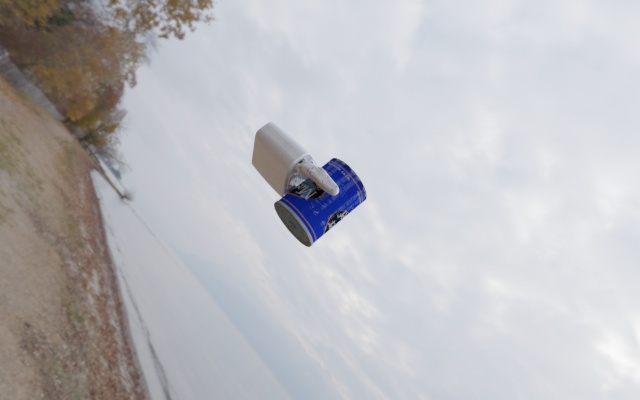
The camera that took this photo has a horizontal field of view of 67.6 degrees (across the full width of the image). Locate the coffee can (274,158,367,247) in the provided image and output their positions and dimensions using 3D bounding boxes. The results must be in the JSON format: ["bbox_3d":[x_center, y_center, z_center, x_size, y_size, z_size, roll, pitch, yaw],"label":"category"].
[{"bbox_3d":[0.000,0.003,0.880,0.140,0.103,0.103,-39,13,-17],"label":"coffee can"}]
